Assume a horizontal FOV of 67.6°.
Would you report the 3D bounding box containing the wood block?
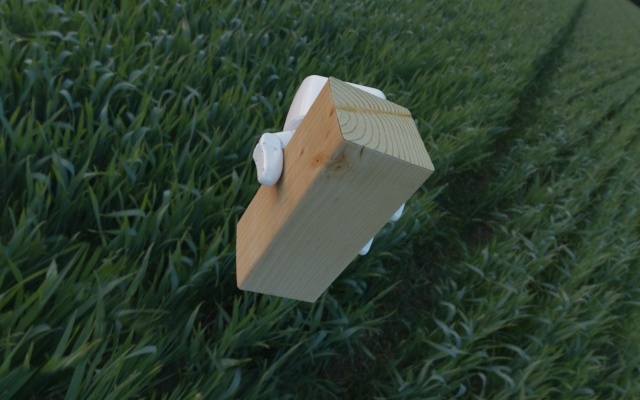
[{"bbox_3d":[0.000,0.001,0.458,0.091,0.090,0.206,17,-49,-25],"label":"wood block"}]
